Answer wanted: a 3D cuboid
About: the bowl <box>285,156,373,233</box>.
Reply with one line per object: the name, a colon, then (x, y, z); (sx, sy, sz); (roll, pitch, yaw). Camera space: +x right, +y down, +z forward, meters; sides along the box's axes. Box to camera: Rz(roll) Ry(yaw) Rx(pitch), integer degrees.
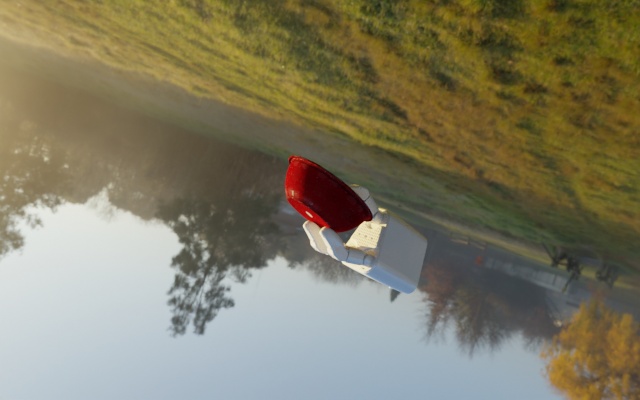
bowl: (-0.001, 0.002, 0.739); (0.162, 0.055, 0.162); (36, -12, 9)
